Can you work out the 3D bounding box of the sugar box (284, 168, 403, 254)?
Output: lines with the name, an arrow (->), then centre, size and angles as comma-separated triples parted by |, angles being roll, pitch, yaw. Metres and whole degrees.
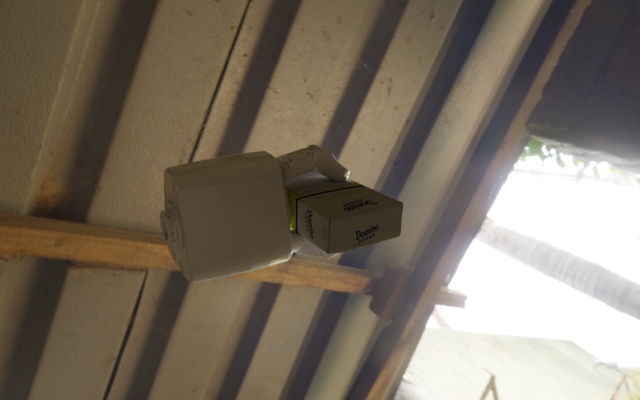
sugar box -> 0.000, 0.002, 0.538 | 0.093, 0.048, 0.176 | -11, 26, -30
